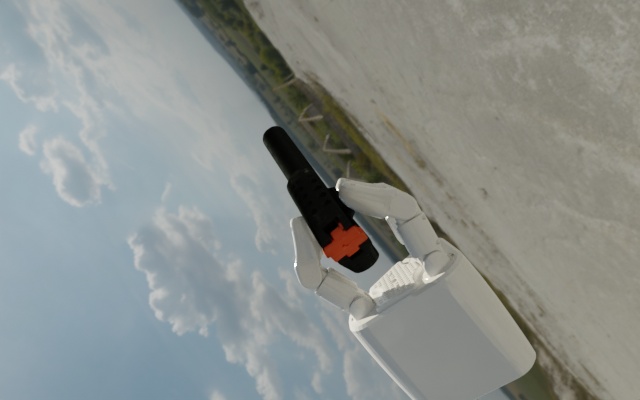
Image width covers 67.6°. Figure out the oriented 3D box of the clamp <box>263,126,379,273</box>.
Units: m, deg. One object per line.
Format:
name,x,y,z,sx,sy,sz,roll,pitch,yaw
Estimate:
clamp,0.000,0.002,0.404,0.036,0.164,0.210,-39,5,3
